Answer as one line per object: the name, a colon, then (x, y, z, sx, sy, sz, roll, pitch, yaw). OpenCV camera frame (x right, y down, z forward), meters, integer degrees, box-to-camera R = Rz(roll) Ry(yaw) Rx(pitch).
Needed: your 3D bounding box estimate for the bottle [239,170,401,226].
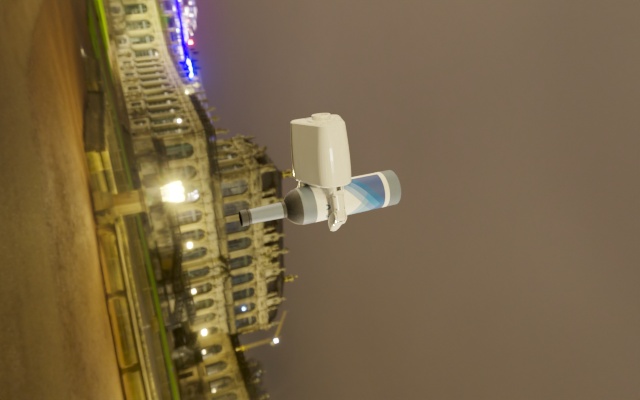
bottle: (0.000, 0.003, 0.860, 0.295, 0.069, 0.069, -12, 4, -19)
